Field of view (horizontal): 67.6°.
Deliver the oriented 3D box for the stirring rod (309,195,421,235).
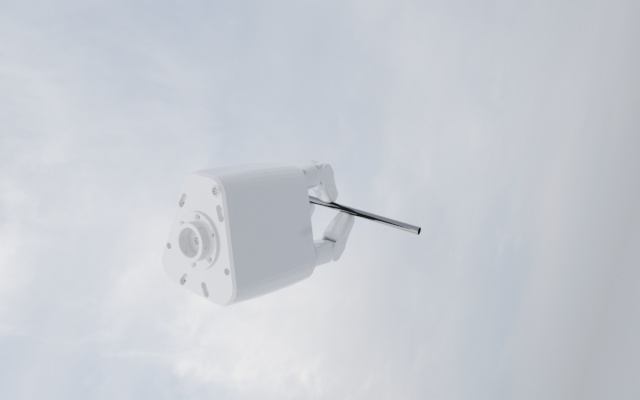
[{"bbox_3d":[0.000,0.002,0.535,0.239,0.011,0.011,16,9,32],"label":"stirring rod"}]
